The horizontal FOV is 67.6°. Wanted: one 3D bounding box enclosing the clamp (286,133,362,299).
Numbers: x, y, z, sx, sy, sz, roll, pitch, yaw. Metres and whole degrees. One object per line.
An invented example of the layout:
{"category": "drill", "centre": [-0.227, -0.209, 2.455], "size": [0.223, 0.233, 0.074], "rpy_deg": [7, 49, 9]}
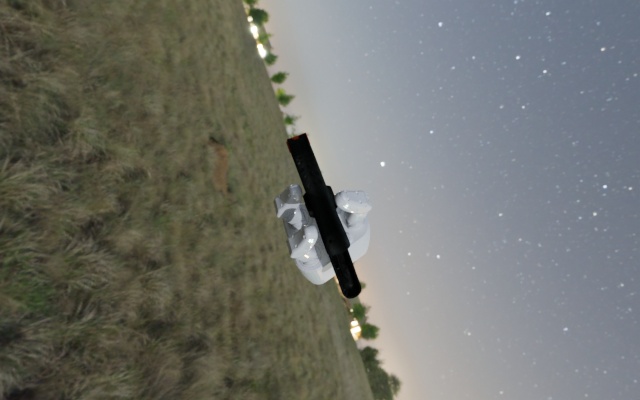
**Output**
{"category": "clamp", "centre": [0.001, 0.001, 0.557], "size": [0.036, 0.210, 0.165], "rpy_deg": [-19, -22, -2]}
